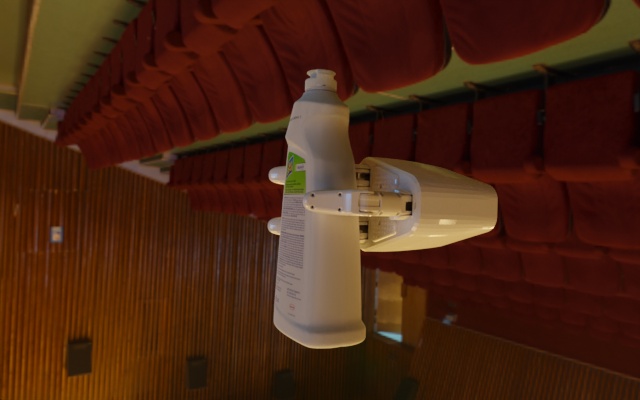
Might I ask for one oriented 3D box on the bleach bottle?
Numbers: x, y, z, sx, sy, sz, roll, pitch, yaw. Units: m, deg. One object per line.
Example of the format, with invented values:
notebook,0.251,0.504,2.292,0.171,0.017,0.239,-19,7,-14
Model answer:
bleach bottle,0.000,0.002,0.456,0.068,0.251,0.102,2,0,-28
